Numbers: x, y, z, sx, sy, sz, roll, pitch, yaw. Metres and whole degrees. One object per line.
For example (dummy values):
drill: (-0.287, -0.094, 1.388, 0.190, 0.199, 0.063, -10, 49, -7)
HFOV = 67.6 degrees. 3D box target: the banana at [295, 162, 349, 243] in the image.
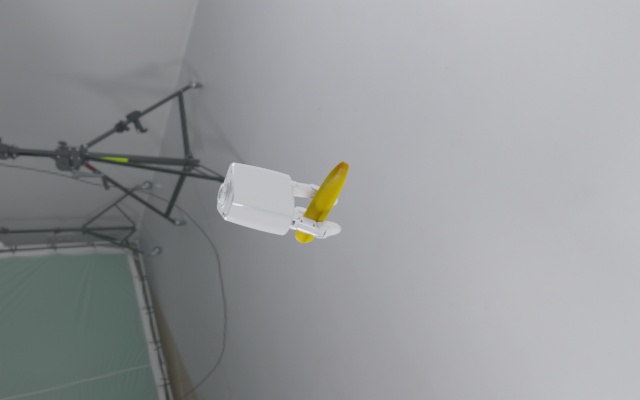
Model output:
banana: (-0.005, 0.017, 0.836, 0.037, 0.198, 0.069, 25, 41, -5)
